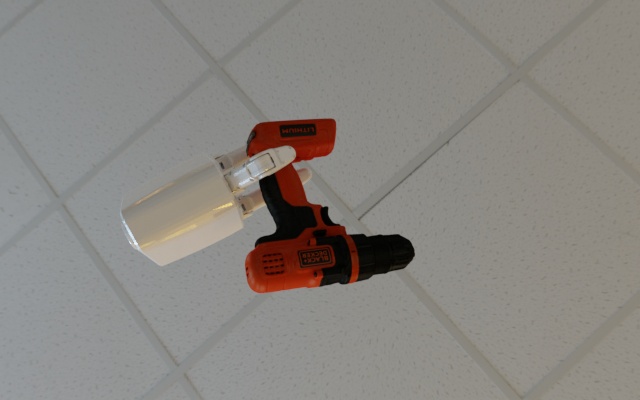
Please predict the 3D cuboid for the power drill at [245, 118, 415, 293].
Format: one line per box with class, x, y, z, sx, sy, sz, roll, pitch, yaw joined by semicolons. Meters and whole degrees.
power drill;0.000;0.001;0.524;0.184;0.187;0.057;-5;-24;-19
